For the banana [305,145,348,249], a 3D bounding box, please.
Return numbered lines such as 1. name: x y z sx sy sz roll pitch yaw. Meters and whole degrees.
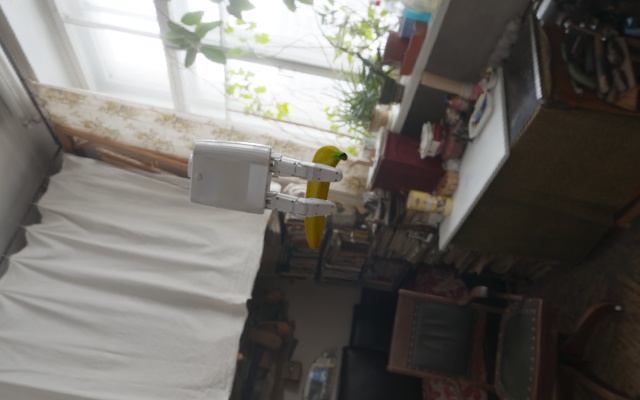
1. banana: -0.001 -0.013 0.722 0.037 0.198 0.069 3 44 -12
